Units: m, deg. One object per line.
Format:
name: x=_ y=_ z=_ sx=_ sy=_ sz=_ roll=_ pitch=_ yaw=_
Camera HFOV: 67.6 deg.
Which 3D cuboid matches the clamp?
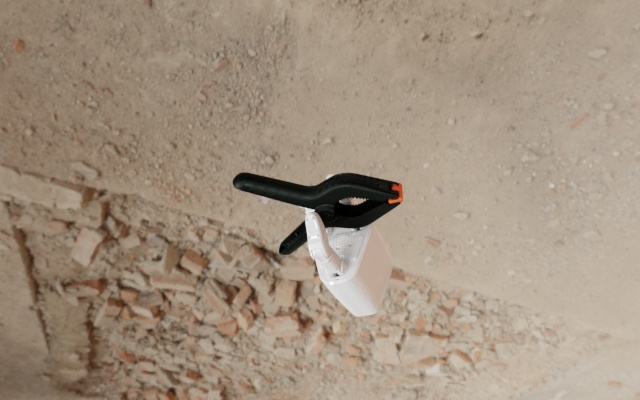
clamp: x=0.001 y=0.003 z=0.625 sx=0.210 sy=0.036 sz=0.165 roll=-15 pitch=-44 yaw=21
